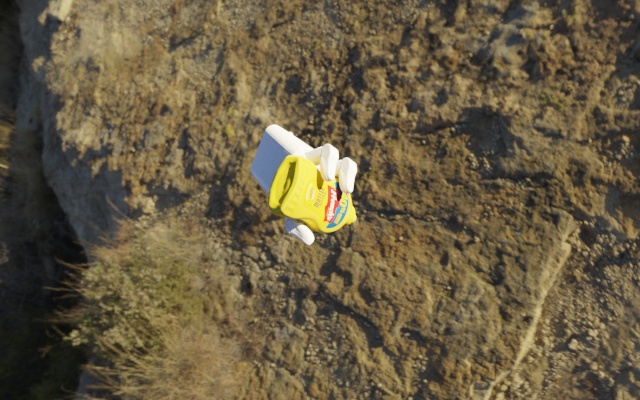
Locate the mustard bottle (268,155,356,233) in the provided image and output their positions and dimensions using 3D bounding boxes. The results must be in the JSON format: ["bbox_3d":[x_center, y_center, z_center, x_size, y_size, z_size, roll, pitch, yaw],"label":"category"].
[{"bbox_3d":[0.000,0.003,0.797,0.058,0.096,0.192,10,-12,41],"label":"mustard bottle"}]
